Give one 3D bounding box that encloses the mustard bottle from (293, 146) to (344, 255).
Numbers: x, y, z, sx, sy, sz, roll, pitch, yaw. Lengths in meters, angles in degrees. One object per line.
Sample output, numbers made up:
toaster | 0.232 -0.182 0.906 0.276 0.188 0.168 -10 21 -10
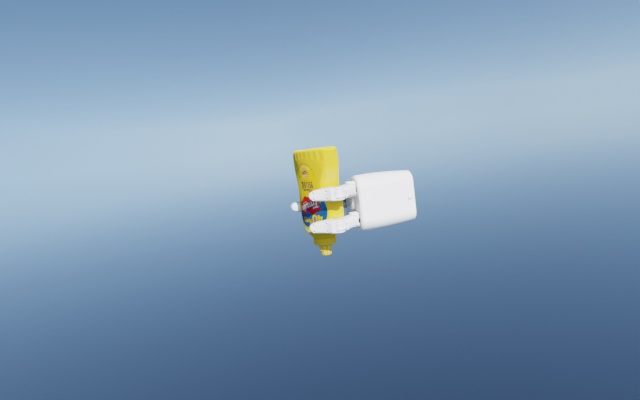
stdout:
mustard bottle | 0.000 0.003 0.850 0.058 0.191 0.096 -13 9 -38
